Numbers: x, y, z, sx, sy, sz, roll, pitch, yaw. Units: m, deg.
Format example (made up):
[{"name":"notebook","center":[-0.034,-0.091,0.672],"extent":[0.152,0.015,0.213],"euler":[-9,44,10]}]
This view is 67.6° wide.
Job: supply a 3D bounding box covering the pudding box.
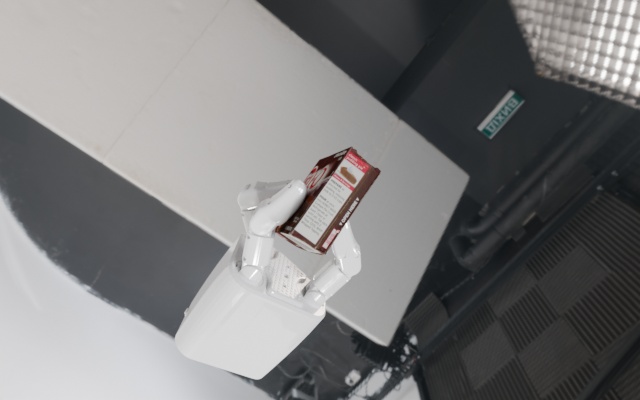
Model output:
[{"name":"pudding box","center":[0.000,0.002,0.440],"extent":[0.039,0.090,0.113],"euler":[36,-9,-13]}]
